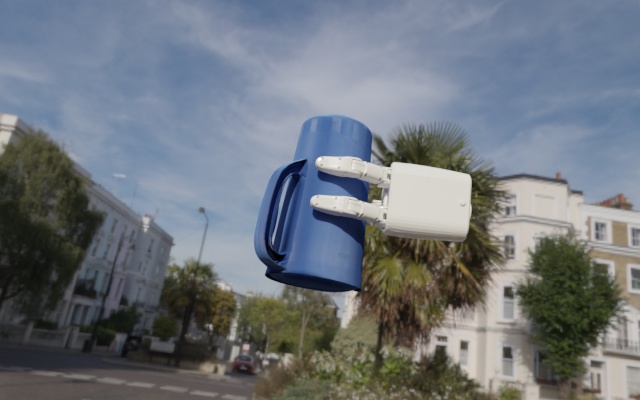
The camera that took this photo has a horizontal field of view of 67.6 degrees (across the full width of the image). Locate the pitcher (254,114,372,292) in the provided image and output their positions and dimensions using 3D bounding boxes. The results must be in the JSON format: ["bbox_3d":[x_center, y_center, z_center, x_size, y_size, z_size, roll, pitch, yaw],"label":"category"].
[{"bbox_3d":[0.000,0.002,0.673,0.145,0.242,0.149,8,-17,3],"label":"pitcher"}]
